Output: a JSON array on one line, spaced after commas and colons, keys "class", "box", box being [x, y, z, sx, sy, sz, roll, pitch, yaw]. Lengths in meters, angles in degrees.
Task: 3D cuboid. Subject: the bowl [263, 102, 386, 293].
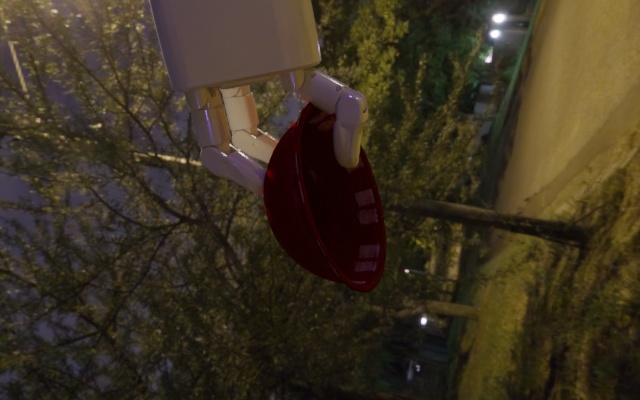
[{"class": "bowl", "box": [0.000, 0.003, 0.402, 0.055, 0.162, 0.162, -17, -7, 25]}]
